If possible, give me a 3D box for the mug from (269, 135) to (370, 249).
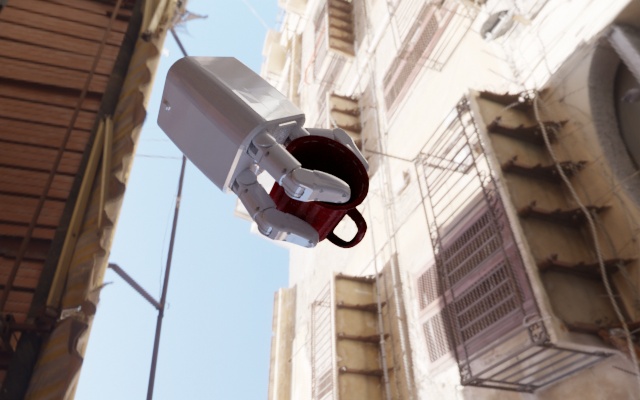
[{"bbox_3d":[0.001,0.003,0.495,0.093,0.117,0.081,-37,-13,-42],"label":"mug"}]
